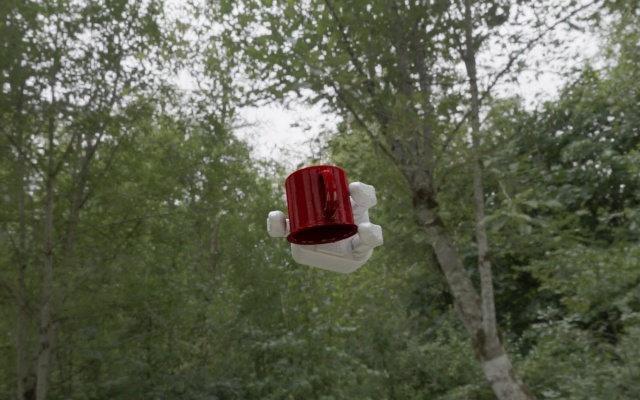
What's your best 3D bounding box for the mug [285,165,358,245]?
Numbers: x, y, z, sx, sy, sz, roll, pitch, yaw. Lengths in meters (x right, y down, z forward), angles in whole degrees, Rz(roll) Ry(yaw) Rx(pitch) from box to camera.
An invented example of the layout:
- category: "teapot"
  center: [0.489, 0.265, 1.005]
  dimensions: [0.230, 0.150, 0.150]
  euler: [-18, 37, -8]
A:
- category: "mug"
  center: [0.000, 0.001, 0.602]
  dimensions: [0.093, 0.081, 0.117]
  euler: [-4, -19, -11]
